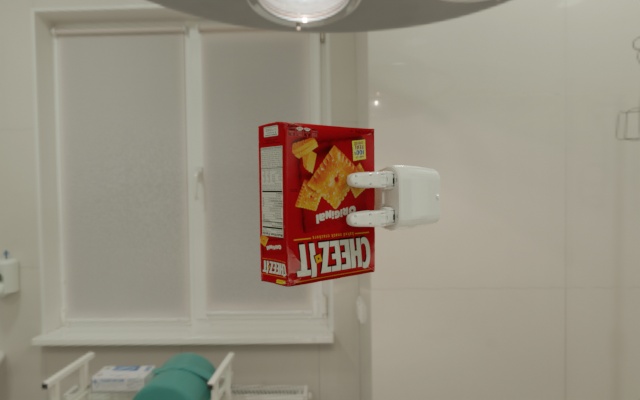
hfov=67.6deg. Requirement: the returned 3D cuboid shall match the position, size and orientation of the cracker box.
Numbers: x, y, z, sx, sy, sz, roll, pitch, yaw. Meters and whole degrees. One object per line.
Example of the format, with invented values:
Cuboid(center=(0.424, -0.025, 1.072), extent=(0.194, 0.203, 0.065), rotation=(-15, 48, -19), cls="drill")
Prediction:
Cuboid(center=(0.000, 0.002, 0.671), extent=(0.164, 0.213, 0.072), rotation=(-2, 2, -39), cls="cracker box")
